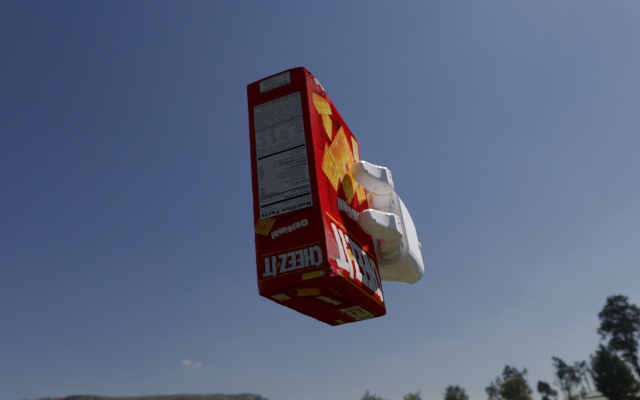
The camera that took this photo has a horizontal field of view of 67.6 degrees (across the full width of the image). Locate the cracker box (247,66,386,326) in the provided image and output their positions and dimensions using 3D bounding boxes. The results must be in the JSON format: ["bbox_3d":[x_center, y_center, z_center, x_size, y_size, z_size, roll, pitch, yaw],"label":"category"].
[{"bbox_3d":[0.000,0.001,0.477,0.072,0.213,0.164,-17,-28,18],"label":"cracker box"}]
